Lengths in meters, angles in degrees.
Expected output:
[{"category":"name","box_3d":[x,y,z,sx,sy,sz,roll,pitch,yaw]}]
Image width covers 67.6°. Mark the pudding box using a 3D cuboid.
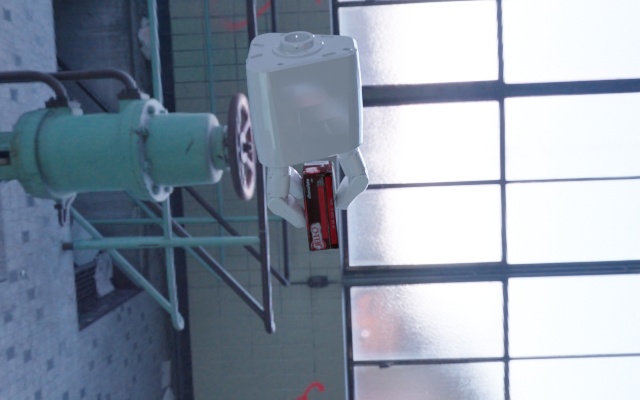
[{"category":"pudding box","box_3d":[0.000,0.002,0.574,0.039,0.090,0.113,-4,12,3]}]
